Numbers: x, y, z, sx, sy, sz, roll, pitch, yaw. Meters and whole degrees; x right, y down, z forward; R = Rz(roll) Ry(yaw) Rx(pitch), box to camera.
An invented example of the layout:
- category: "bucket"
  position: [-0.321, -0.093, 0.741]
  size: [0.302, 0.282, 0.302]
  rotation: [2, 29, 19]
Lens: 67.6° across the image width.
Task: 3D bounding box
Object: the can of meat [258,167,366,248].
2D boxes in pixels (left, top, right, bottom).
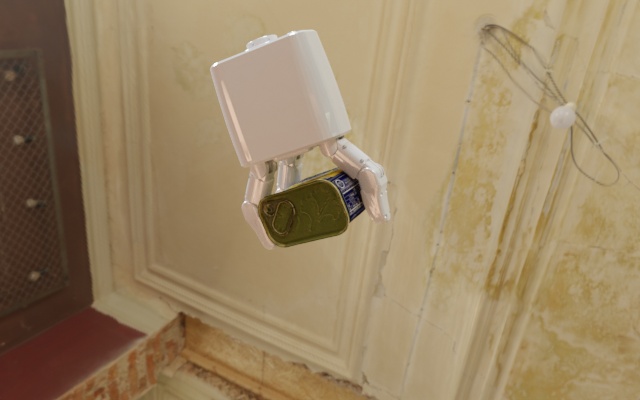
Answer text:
- category: "can of meat"
  position: [0.000, 0.002, 0.502]
  size: [0.102, 0.057, 0.084]
  rotation: [-16, 10, 34]
